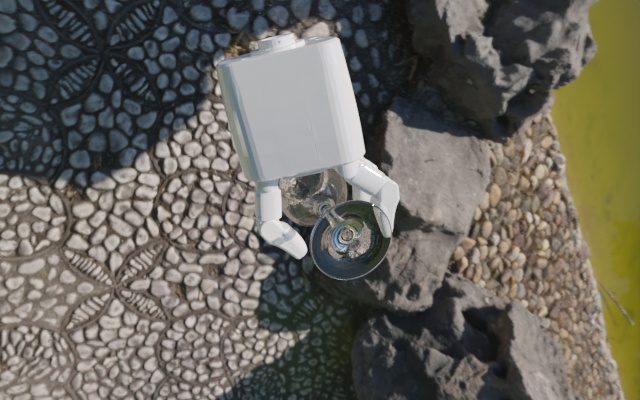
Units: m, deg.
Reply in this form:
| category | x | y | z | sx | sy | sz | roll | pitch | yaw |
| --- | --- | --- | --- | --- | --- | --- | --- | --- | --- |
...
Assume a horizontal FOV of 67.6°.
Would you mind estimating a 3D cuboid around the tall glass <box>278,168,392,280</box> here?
| category | x | y | z | sx | sy | sz | roll | pitch | yaw |
| --- | --- | --- | --- | --- | --- | --- | --- | --- | --- |
| tall glass | 0.000 | 0.002 | 0.496 | 0.079 | 0.079 | 0.201 | 0 | 19 | -17 |
